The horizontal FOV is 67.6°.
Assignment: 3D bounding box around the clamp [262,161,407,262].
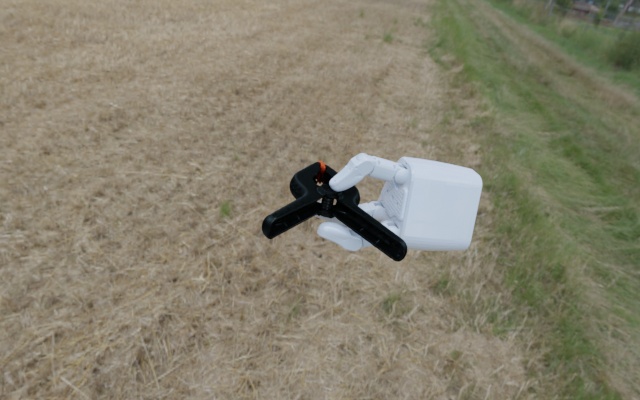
[{"bbox_3d":[0.000,0.001,0.594,0.164,0.036,0.210,9,26,-18],"label":"clamp"}]
